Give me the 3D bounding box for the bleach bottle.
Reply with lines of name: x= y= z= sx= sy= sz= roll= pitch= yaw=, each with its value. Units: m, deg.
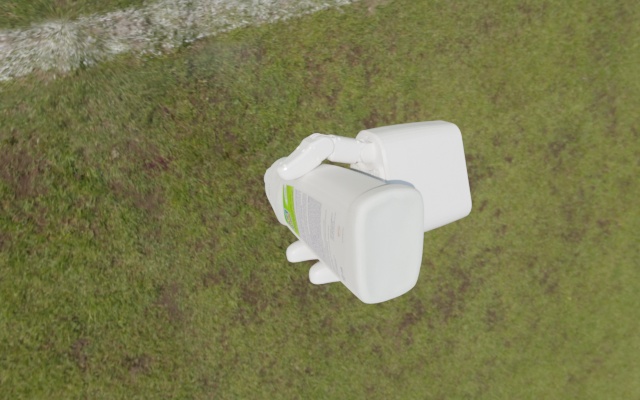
bleach bottle: x=0.000 y=0.002 z=0.482 sx=0.068 sy=0.103 sz=0.250 roll=-12 pitch=23 yaw=-24
